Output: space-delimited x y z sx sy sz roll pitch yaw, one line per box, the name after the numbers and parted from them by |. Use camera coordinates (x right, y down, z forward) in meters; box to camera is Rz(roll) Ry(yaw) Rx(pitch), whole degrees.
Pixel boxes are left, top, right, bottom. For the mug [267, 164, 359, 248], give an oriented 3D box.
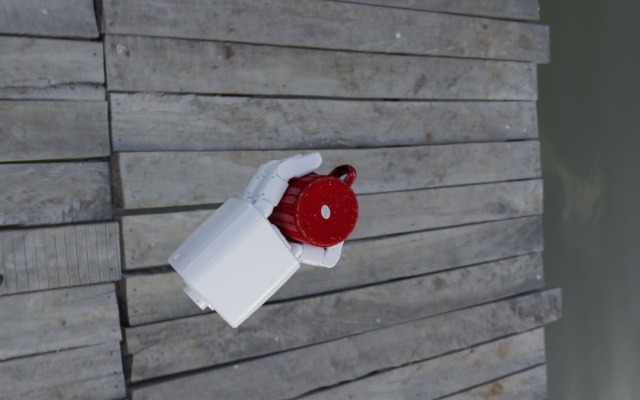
0.001 0.001 0.566 0.117 0.093 0.081 -45 21 -16 | mug
